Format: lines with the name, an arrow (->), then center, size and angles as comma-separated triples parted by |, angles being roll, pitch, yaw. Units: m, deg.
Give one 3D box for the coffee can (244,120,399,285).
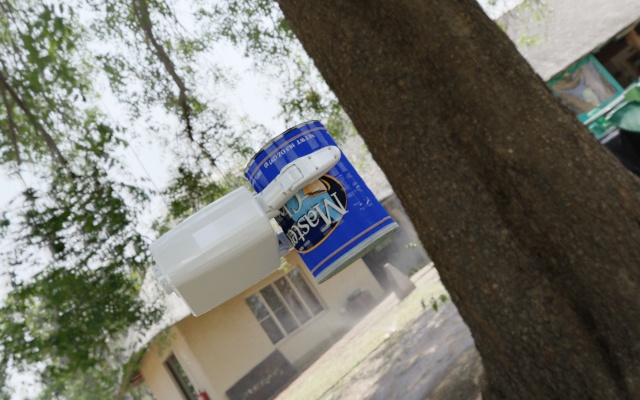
coffee can -> 0.000, 0.002, 0.504 | 0.103, 0.140, 0.103 | -34, -11, -7
